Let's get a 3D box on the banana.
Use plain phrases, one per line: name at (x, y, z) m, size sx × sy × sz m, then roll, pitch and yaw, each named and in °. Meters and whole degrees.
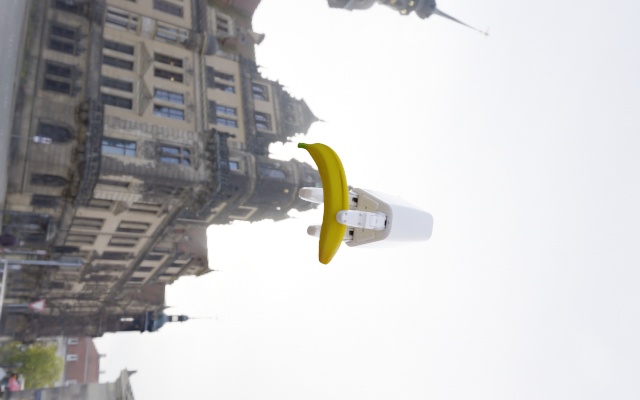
banana at (0.012, -0.007, 0.703) m, size 0.037 × 0.197 × 0.070 m, roll 8°, pitch -26°, yaw -43°
